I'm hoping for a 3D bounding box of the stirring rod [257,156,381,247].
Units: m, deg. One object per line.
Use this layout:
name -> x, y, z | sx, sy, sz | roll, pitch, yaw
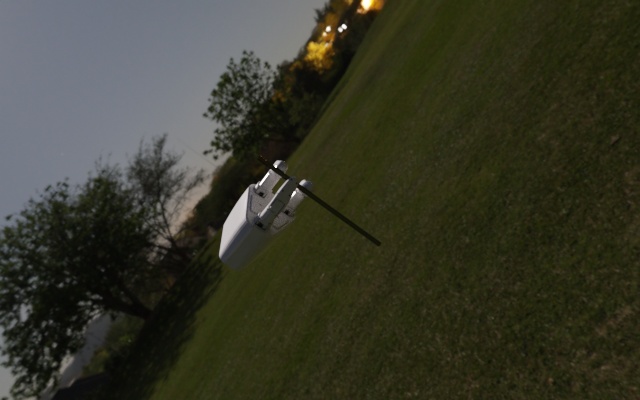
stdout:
stirring rod -> 0.000, 0.003, 0.759 | 0.239, 0.011, 0.011 | 36, -7, -9
